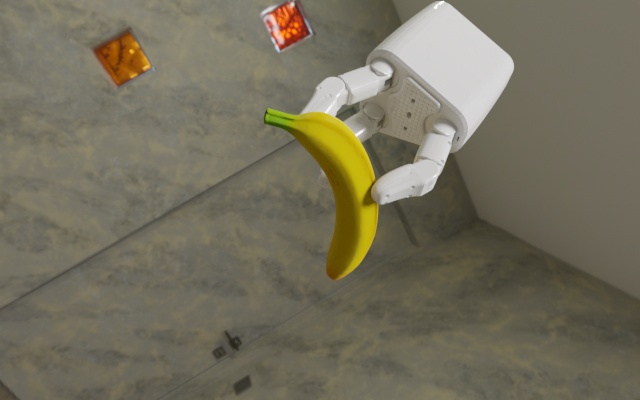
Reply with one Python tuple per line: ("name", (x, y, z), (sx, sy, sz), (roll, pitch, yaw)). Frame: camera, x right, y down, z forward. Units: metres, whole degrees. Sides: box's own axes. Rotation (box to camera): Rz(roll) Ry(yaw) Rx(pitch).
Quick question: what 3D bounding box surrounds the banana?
("banana", (0.017, -0.002, 0.413), (0.069, 0.198, 0.037), (-2, 40, 21))
